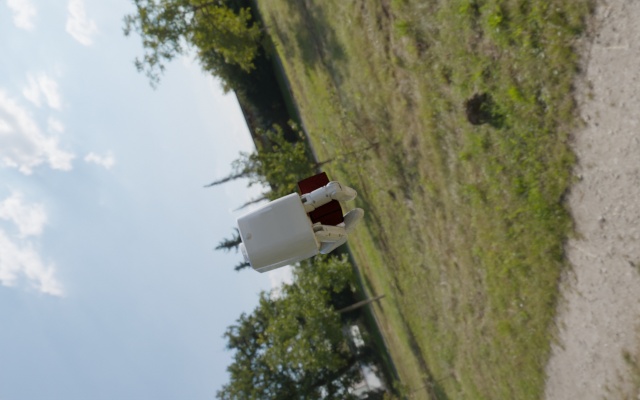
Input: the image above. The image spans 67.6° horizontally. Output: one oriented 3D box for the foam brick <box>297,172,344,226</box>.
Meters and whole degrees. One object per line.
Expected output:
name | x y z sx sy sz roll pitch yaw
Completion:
foam brick | 0.000 0.002 0.785 0.051 0.078 0.053 -21 -29 -3
